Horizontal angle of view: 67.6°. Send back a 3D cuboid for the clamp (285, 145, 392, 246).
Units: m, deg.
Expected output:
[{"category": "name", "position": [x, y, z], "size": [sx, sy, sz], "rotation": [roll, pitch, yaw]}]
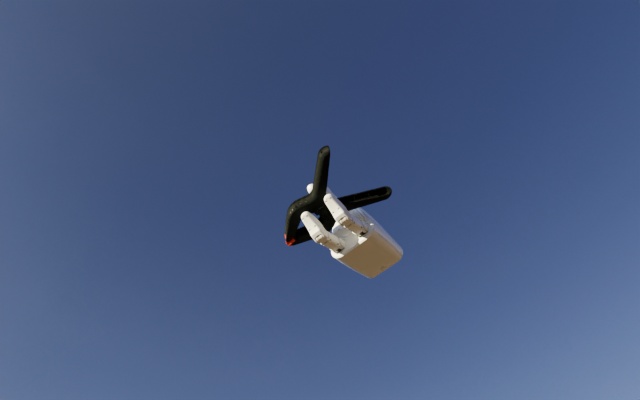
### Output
[{"category": "clamp", "position": [0.000, 0.003, 0.848], "size": [0.210, 0.036, 0.165], "rotation": [-38, -55, 20]}]
